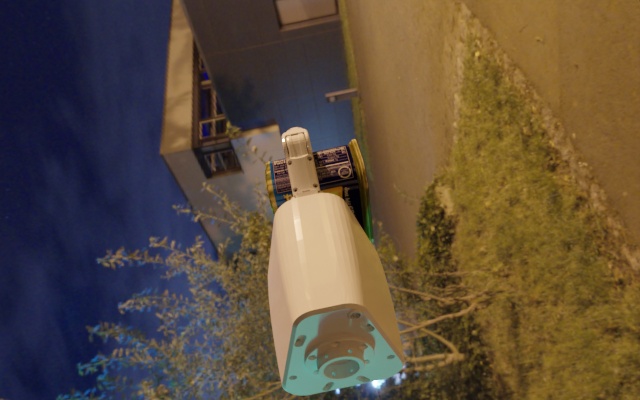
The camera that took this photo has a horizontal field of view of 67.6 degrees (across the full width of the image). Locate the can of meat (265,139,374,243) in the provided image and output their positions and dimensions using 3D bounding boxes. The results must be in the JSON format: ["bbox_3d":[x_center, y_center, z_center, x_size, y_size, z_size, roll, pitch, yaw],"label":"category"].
[{"bbox_3d":[0.000,0.001,0.439,0.084,0.057,0.102,-12,-44,0],"label":"can of meat"}]
